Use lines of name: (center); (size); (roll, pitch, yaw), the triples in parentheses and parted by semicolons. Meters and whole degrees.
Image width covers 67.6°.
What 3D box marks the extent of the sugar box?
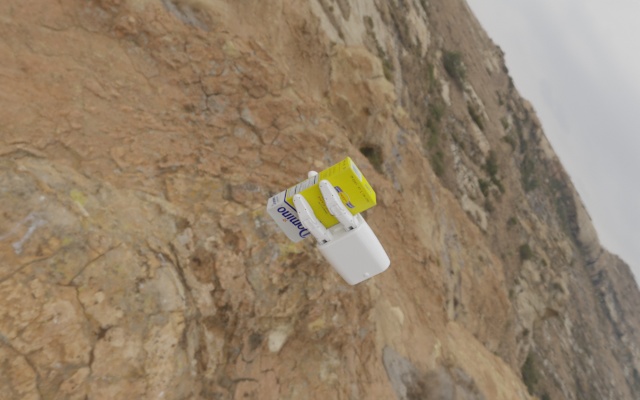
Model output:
sugar box: (0.000, 0.003, 0.855); (0.176, 0.093, 0.048); (-29, 28, 18)
